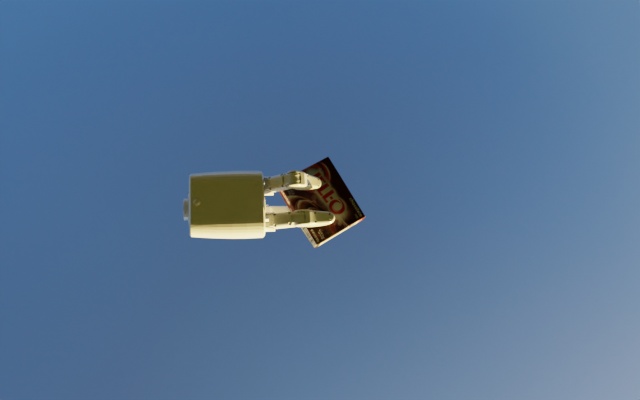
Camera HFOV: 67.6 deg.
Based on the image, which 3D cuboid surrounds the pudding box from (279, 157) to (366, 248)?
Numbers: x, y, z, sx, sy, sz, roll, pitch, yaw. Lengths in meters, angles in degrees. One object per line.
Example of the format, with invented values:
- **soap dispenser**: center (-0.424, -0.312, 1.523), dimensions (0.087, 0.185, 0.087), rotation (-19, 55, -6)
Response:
- **pudding box**: center (0.000, 0.002, 0.729), dimensions (0.090, 0.113, 0.039), rotation (-30, -5, -17)
